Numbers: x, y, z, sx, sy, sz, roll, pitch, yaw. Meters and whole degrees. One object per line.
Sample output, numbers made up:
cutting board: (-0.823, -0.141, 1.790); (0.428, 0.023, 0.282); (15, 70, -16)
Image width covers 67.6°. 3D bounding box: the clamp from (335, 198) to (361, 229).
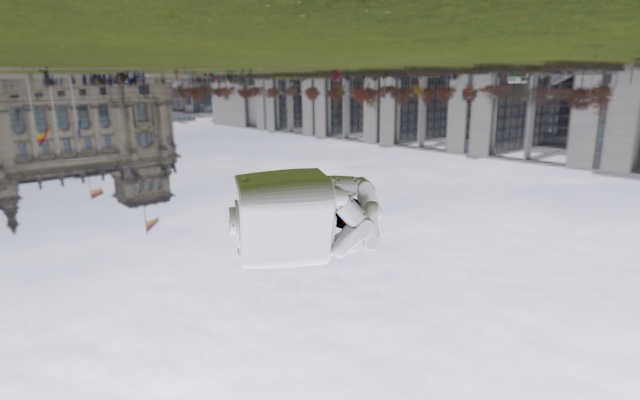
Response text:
clamp: (0.000, 0.003, 0.663); (0.120, 0.039, 0.171); (-3, 14, -13)
